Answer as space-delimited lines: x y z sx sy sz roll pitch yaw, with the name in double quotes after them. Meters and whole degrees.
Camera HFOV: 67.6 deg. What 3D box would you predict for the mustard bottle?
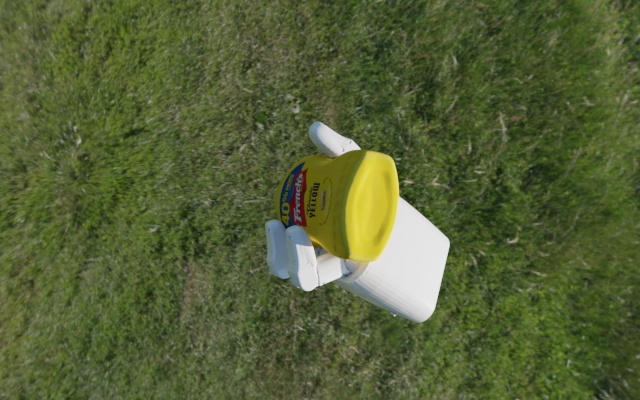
0.000 0.001 0.484 0.058 0.096 0.191 8 -1 -28 "mustard bottle"
